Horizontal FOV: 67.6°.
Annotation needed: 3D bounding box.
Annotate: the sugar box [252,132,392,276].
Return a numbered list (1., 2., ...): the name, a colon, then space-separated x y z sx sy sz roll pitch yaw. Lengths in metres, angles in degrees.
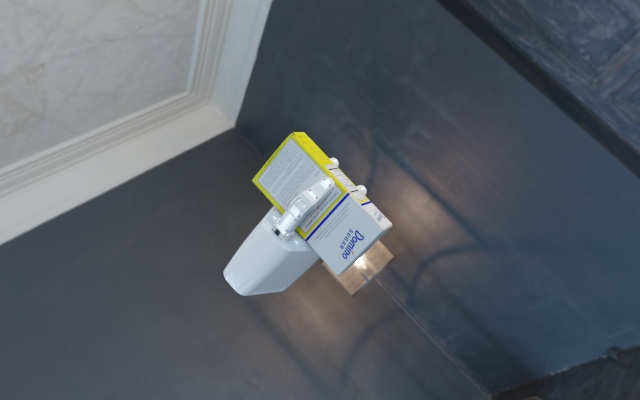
1. sugar box: 0.000 0.002 0.631 0.093 0.176 0.048 -48 -11 23
